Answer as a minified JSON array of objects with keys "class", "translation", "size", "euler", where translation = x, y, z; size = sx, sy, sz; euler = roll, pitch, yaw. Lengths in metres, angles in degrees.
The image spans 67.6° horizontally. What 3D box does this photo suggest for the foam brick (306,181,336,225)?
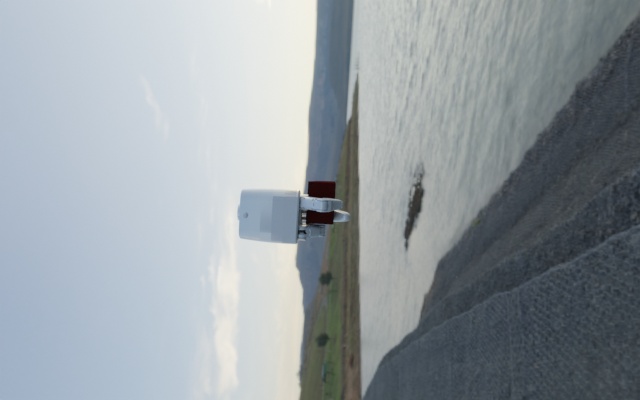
[{"class":"foam brick","translation":[0.000,0.003,0.883],"size":[0.051,0.078,0.053],"euler":[4,4,-1]}]
